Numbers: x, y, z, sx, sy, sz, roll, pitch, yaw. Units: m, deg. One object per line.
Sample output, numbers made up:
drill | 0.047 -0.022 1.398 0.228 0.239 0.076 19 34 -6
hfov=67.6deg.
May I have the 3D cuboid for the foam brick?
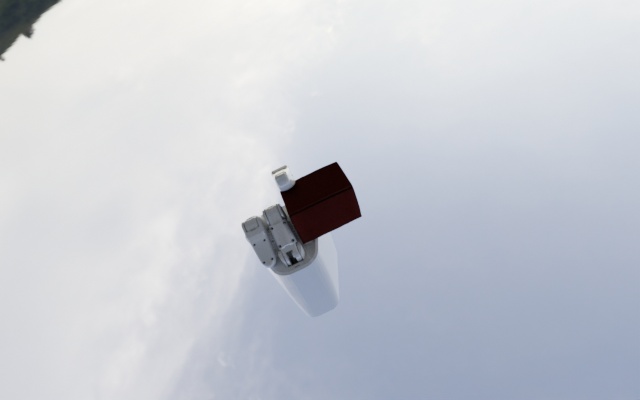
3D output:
foam brick | 0.000 0.002 0.551 0.078 0.051 0.053 -25 42 0
